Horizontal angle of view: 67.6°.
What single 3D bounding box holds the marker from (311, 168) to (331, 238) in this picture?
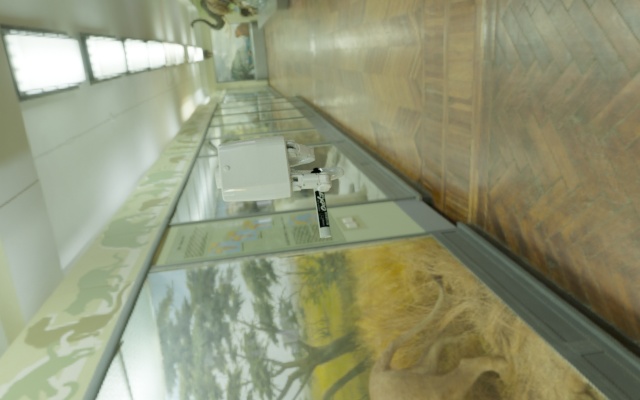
[{"bbox_3d":[0.000,0.003,0.807,0.020,0.121,0.020,-8,-13,-2],"label":"marker"}]
